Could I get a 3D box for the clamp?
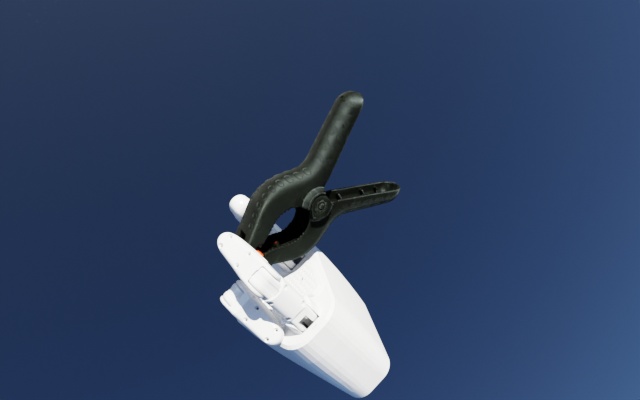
[{"bbox_3d":[0.000,0.002,0.421,0.120,0.171,0.039,49,-8,-33],"label":"clamp"}]
